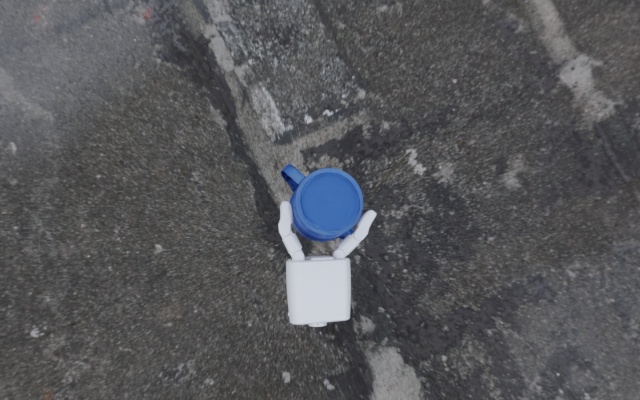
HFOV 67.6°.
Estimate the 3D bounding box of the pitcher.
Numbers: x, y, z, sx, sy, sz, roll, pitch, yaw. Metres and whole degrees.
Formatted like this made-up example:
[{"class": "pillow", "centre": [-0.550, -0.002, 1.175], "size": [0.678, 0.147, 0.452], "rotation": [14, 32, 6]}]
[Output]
[{"class": "pitcher", "centre": [0.000, 0.003, 0.856], "size": [0.149, 0.145, 0.243], "rotation": [1, -4, -3]}]
